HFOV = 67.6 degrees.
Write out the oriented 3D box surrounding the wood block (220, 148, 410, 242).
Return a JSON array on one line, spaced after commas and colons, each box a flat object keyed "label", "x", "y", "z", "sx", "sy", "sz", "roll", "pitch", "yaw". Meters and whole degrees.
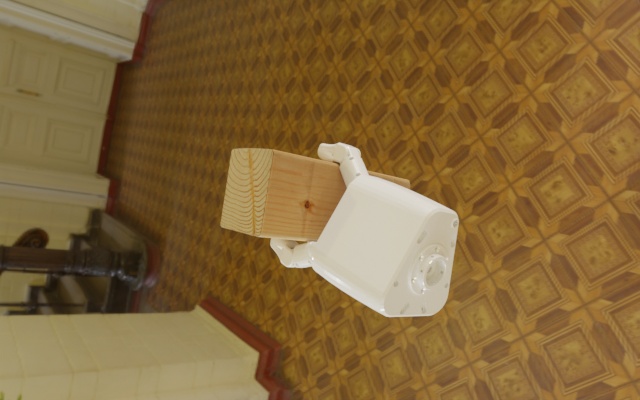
[{"label": "wood block", "x": 0.000, "y": 0.002, "z": 0.566, "sx": 0.206, "sy": 0.091, "sz": 0.090, "roll": 10, "pitch": -1, "yaw": -38}]
